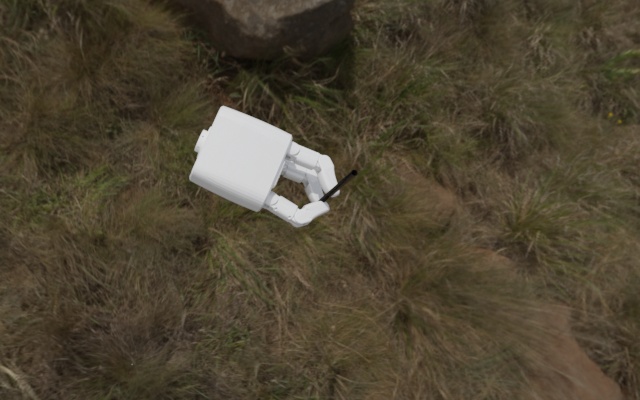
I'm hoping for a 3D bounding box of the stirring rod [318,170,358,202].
[{"bbox_3d":[0.000,0.002,0.697,0.011,0.011,0.239,0,-18,-22],"label":"stirring rod"}]
